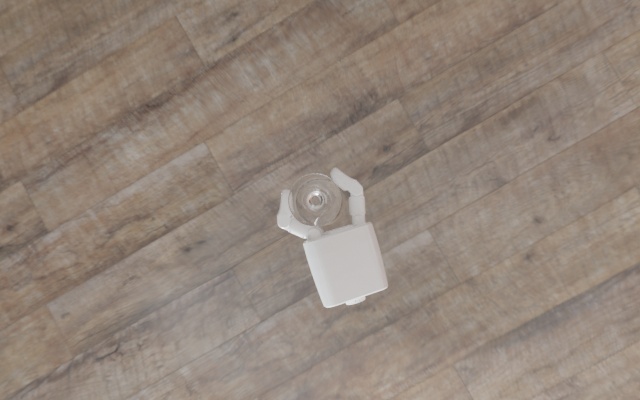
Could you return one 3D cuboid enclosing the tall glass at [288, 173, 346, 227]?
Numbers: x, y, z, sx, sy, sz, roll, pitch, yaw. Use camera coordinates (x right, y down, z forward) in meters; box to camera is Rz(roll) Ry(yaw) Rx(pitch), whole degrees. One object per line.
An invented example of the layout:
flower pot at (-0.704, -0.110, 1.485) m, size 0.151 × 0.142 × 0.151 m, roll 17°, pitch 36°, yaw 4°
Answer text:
tall glass at (0.000, 0.002, 0.757) m, size 0.079 × 0.079 × 0.201 m, roll 0°, pitch -1°, yaw 5°
